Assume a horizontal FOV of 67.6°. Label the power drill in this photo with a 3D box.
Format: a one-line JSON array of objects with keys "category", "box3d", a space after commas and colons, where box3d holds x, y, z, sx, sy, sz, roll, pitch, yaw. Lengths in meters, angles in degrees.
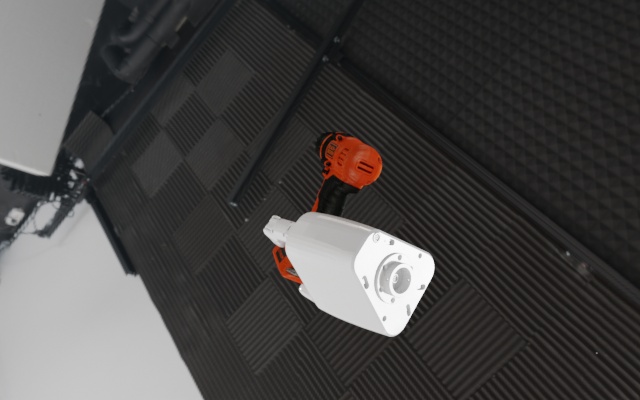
[{"category": "power drill", "box3d": [0.000, 0.003, 0.611, 0.057, 0.188, 0.184, 20, 9, -16]}]
